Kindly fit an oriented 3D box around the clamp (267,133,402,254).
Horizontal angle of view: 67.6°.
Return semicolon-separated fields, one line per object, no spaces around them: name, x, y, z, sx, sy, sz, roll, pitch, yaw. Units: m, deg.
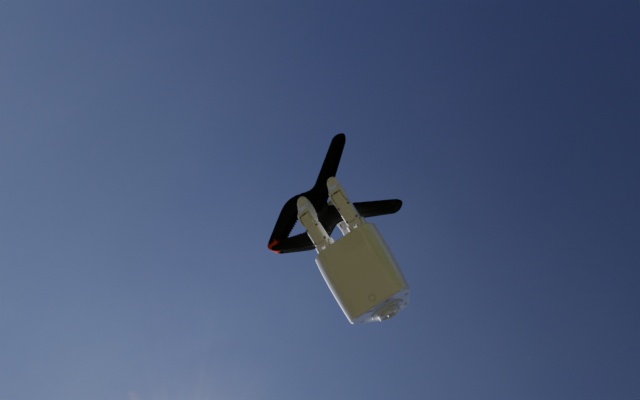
clamp;0.000;0.003;0.738;0.210;0.164;0.036;-34;-30;10
